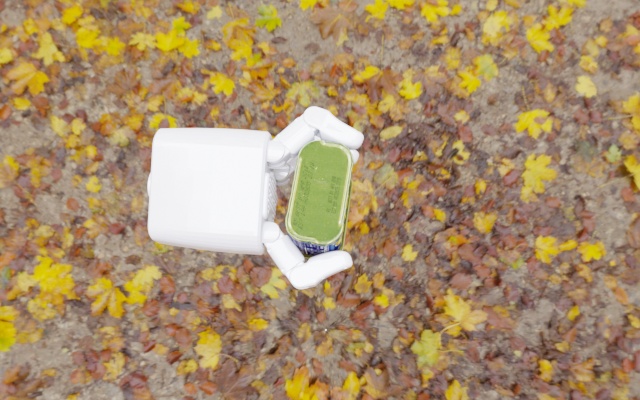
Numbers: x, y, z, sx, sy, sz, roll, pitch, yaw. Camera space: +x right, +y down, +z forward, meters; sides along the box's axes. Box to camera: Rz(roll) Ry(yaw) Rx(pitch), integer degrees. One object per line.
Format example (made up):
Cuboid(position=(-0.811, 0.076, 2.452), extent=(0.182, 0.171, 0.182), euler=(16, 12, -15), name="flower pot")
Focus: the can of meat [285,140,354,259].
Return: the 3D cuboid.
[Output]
Cuboid(position=(0.000, 0.002, 0.462), extent=(0.057, 0.102, 0.084), euler=(8, -15, 3), name="can of meat")
